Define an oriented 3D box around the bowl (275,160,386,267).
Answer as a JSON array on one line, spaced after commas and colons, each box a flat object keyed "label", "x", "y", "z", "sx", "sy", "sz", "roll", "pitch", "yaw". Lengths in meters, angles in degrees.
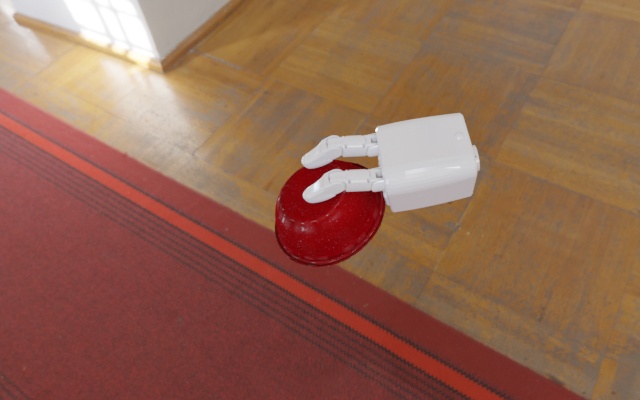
[{"label": "bowl", "x": -0.001, "y": 0.002, "z": 0.622, "sx": 0.162, "sy": 0.162, "sz": 0.055, "roll": 0, "pitch": -31, "yaw": 28}]
